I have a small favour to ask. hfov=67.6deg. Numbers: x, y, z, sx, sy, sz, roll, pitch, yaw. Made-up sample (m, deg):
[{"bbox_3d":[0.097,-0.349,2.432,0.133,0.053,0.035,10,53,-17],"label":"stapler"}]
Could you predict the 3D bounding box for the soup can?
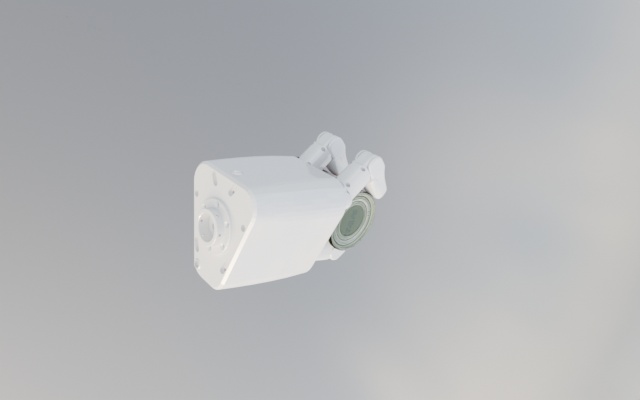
[{"bbox_3d":[0.001,0.002,0.515,0.102,0.068,0.068,31,20,38],"label":"soup can"}]
